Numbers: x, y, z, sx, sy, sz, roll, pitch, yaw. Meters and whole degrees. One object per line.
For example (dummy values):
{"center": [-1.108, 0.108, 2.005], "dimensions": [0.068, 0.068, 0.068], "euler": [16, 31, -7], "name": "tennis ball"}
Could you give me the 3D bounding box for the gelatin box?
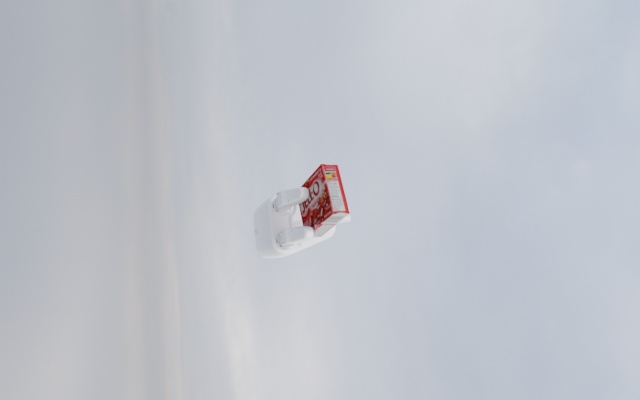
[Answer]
{"center": [0.001, 0.002, 0.658], "dimensions": [0.030, 0.073, 0.089], "euler": [0, -24, -29], "name": "gelatin box"}
